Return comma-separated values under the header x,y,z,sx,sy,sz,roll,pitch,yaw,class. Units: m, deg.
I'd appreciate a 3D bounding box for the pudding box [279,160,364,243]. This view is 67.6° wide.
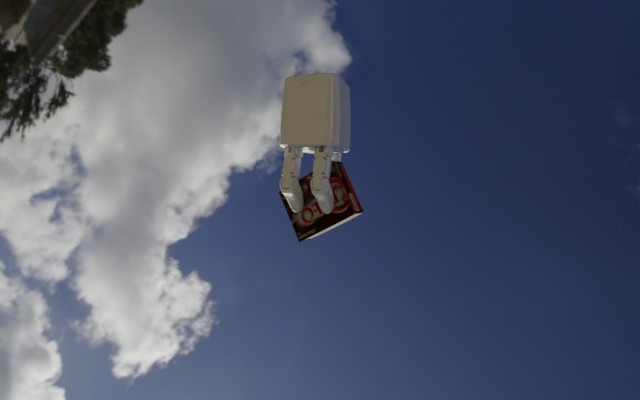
x,y,z,sx,sy,sz,roll,pitch,yaw,class
0.000,0.002,0.747,0.113,0.090,0.039,-30,-14,29,pudding box
